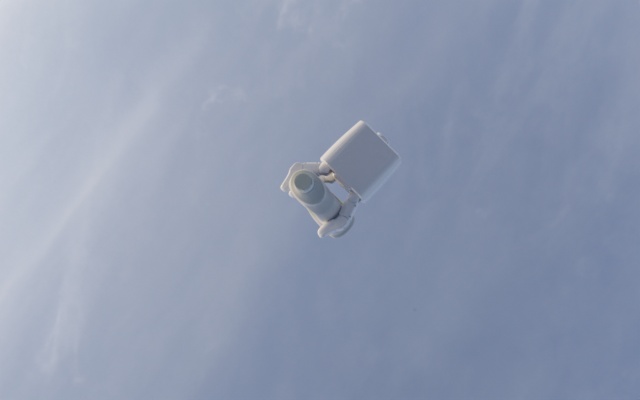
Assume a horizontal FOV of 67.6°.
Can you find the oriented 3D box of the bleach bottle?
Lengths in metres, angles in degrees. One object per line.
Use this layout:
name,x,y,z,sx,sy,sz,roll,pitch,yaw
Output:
bleach bottle,0.000,0.003,0.885,0.102,0.068,0.251,45,-1,17
